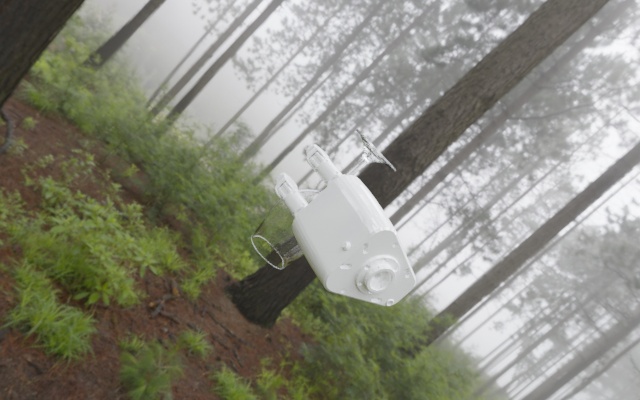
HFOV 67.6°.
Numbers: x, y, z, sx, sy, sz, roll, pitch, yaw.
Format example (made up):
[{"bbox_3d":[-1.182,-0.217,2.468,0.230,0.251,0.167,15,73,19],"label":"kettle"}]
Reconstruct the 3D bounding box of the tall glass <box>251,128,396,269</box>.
[{"bbox_3d":[0.001,0.002,0.627,0.201,0.079,0.079,-43,-8,9],"label":"tall glass"}]
